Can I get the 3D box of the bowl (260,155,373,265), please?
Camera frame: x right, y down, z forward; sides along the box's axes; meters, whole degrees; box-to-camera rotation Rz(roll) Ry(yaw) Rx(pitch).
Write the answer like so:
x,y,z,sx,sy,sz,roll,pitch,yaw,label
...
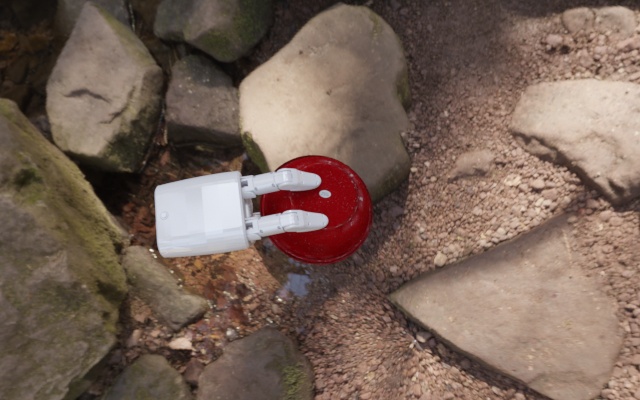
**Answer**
x,y,z,sx,sy,sz,roll,pitch,yaw,label
0.001,0.002,0.644,0.162,0.162,0.055,0,-19,-11,bowl
